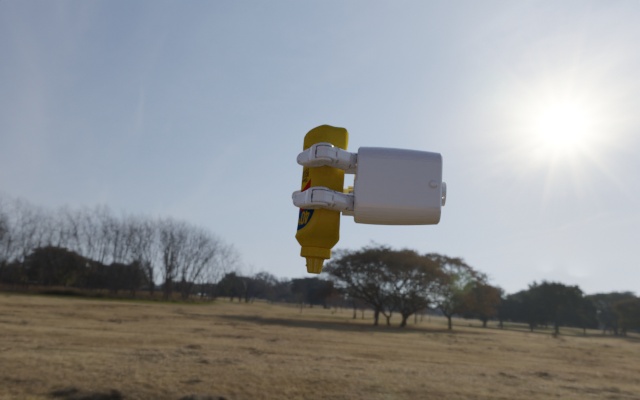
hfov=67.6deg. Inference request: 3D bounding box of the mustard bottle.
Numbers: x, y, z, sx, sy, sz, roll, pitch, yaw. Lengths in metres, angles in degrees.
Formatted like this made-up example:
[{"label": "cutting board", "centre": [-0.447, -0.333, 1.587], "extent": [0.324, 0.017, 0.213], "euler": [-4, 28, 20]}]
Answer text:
[{"label": "mustard bottle", "centre": [0.000, 0.002, 0.642], "extent": [0.058, 0.191, 0.096], "euler": [8, -12, -17]}]
